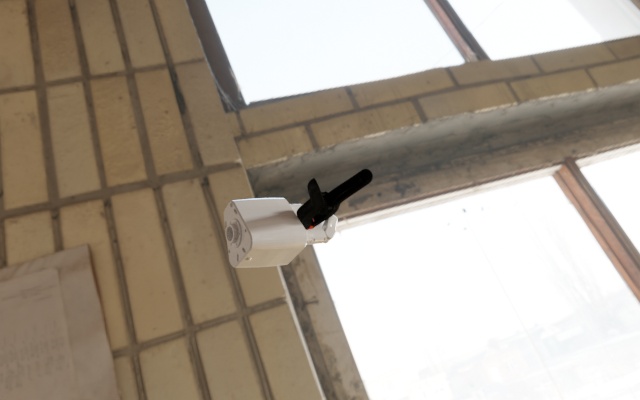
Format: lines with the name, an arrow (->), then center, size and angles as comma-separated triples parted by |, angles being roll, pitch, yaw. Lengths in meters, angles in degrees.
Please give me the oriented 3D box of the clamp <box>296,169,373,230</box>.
clamp -> 0.000, 0.002, 0.806 | 0.120, 0.039, 0.171 | -1, -32, -37
